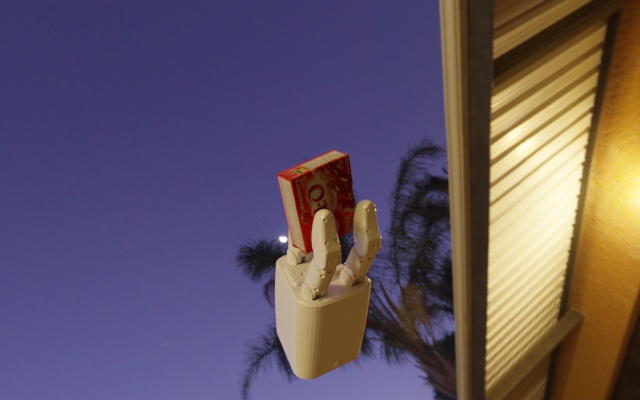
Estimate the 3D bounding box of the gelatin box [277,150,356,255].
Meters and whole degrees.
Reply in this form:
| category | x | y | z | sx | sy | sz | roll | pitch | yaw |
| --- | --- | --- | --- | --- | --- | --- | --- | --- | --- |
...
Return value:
| category | x | y | z | sx | sy | sz | roll | pitch | yaw |
| --- | --- | --- | --- | --- | --- | --- | --- | --- | --- |
| gelatin box | 0.000 | 0.001 | 0.496 | 0.073 | 0.089 | 0.030 | -25 | 30 | -28 |
